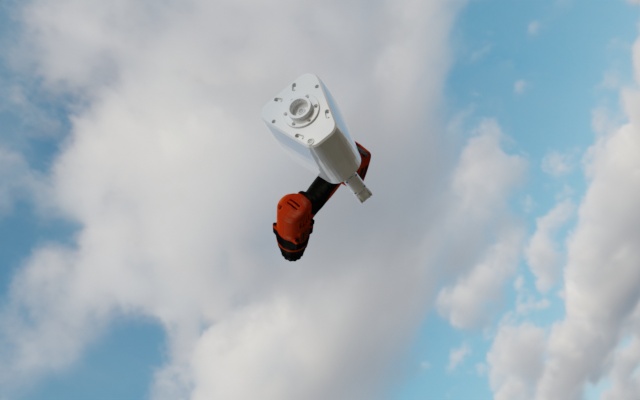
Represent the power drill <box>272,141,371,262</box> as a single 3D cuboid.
[{"bbox_3d":[0.000,0.002,0.751,0.057,0.187,0.184,35,-24,12],"label":"power drill"}]
